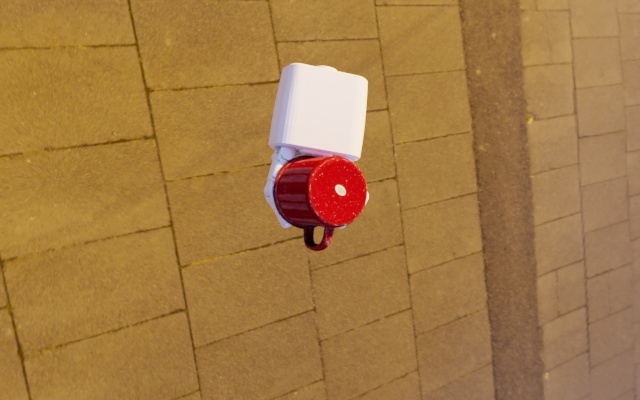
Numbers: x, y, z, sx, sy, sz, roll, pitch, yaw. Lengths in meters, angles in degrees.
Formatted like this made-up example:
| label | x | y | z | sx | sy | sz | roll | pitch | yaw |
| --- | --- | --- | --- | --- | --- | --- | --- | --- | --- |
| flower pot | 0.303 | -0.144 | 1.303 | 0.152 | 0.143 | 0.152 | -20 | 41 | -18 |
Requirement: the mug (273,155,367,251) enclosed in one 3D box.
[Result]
| label | x | y | z | sx | sy | sz | roll | pitch | yaw |
| --- | --- | --- | --- | --- | --- | --- | --- | --- | --- |
| mug | 0.000 | 0.003 | 0.568 | 0.093 | 0.117 | 0.081 | 9 | -4 | -29 |
